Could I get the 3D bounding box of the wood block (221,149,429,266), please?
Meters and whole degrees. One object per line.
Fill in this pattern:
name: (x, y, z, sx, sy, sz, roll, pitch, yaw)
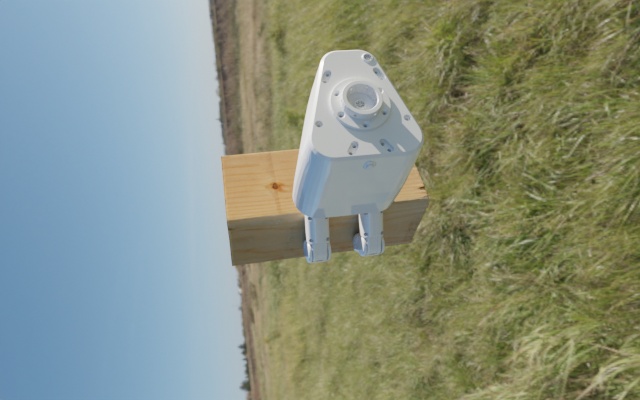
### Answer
wood block: (0.000, 0.001, 0.530, 0.206, 0.090, 0.090, -6, -35, -10)
